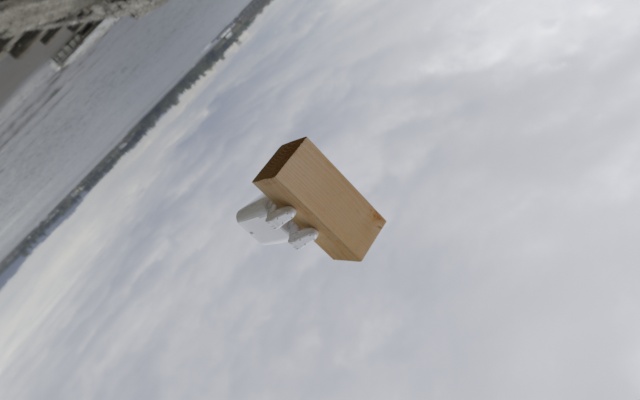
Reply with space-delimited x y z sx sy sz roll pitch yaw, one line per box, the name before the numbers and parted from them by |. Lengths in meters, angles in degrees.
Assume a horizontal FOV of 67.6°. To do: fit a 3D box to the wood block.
wood block | 0.000 0.003 0.800 0.206 0.090 0.090 45 -25 -22
